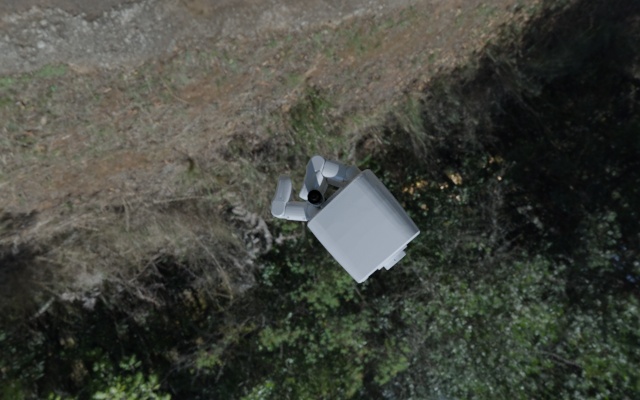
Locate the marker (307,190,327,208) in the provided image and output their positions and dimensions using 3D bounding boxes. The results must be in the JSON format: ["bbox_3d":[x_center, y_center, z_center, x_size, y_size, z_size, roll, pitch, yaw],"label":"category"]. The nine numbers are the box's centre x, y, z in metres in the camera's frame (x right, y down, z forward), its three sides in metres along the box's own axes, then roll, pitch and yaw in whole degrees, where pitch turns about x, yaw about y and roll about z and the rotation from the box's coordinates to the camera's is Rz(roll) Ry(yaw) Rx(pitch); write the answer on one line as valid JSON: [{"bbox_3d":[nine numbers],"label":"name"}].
[{"bbox_3d":[0.000,0.002,0.651,0.020,0.020,0.121,0,-7,8],"label":"marker"}]
